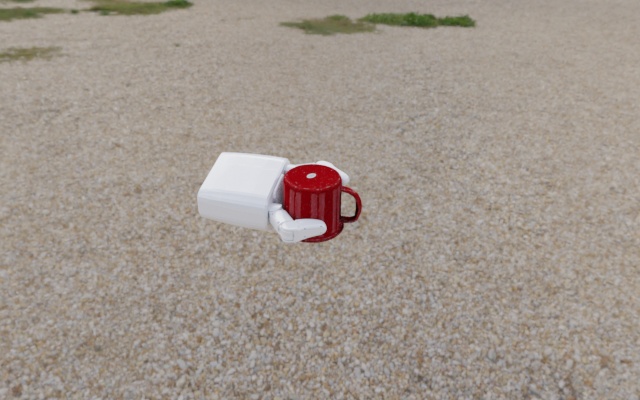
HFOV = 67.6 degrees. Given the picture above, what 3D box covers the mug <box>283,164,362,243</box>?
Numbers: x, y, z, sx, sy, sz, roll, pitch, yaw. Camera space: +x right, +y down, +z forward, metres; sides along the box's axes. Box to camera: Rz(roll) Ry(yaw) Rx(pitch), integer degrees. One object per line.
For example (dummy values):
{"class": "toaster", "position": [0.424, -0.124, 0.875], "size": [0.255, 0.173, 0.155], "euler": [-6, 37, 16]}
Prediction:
{"class": "mug", "position": [0.001, 0.002, 0.673], "size": [0.117, 0.081, 0.093], "euler": [8, 31, 12]}
